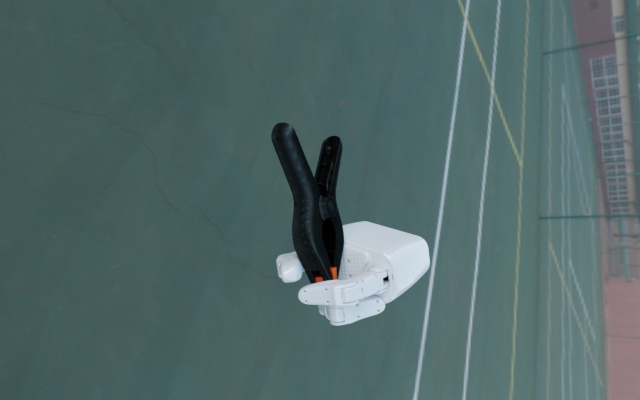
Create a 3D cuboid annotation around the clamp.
[{"bbox_3d":[0.001,0.002,0.509,0.039,0.171,0.120,-4,7,35],"label":"clamp"}]
